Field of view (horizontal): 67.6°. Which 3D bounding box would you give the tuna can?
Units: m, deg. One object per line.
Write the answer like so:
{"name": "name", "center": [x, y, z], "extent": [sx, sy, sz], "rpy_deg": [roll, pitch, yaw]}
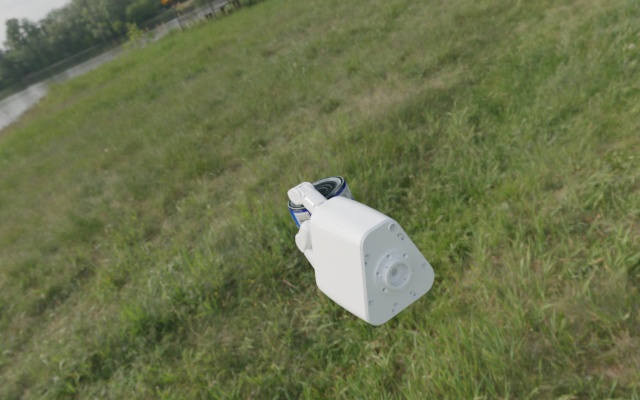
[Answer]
{"name": "tuna can", "center": [0.000, 0.002, 0.641], "extent": [0.086, 0.034, 0.086], "rpy_deg": [-23, 21, 9]}
